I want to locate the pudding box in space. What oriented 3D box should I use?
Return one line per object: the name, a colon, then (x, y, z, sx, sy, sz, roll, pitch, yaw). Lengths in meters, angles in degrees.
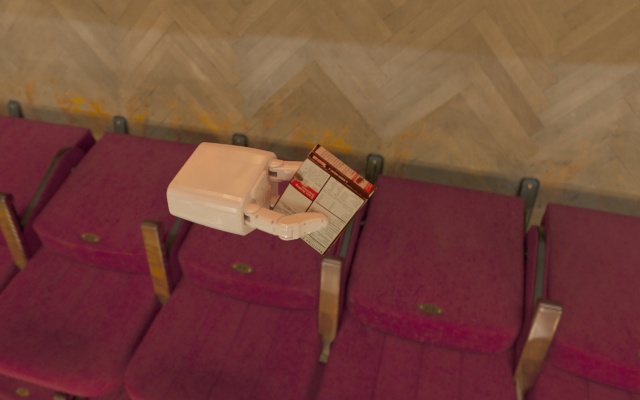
pudding box: (0.000, 0.002, 0.587, 0.090, 0.113, 0.039, 37, 38, 1)
